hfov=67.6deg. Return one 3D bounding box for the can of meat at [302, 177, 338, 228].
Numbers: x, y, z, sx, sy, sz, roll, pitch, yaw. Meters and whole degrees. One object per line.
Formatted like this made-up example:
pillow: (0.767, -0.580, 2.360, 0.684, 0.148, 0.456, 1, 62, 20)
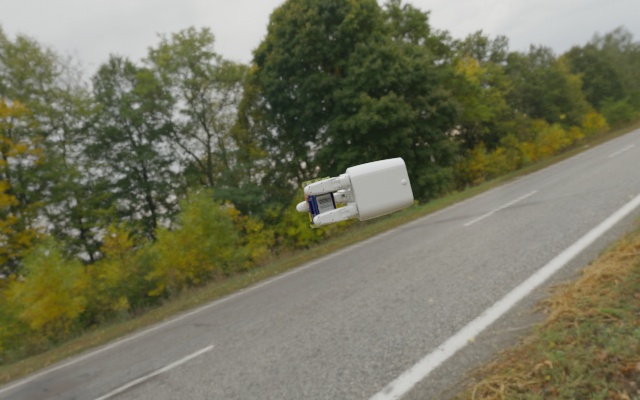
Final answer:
can of meat: (0.000, 0.003, 0.888, 0.057, 0.084, 0.102, -14, 1, -3)
